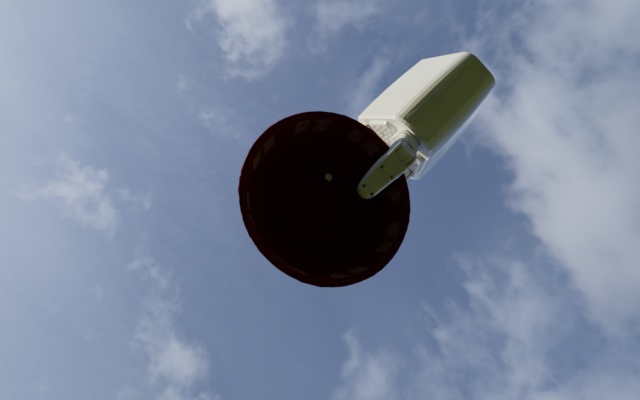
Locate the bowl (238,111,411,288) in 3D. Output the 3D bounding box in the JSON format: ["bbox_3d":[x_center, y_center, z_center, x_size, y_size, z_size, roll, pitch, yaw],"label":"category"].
[{"bbox_3d":[-0.001,0.002,0.447,0.162,0.162,0.055,0,-13,-19],"label":"bowl"}]
